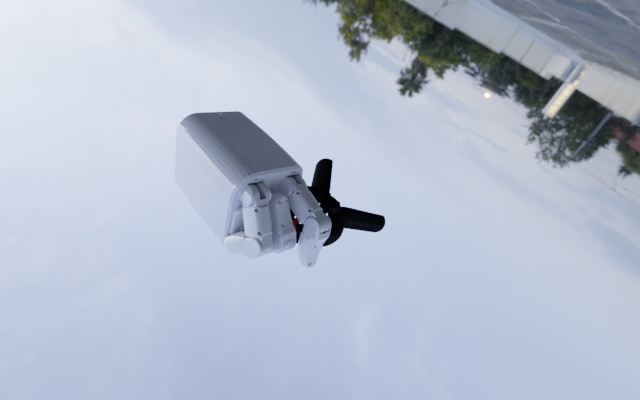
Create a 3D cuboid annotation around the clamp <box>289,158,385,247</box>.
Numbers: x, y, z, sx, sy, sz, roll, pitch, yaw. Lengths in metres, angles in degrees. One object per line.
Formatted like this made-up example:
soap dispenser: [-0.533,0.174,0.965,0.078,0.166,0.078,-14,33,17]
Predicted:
clamp: [0.000,0.002,0.569,0.120,0.039,0.171,48,30,20]
